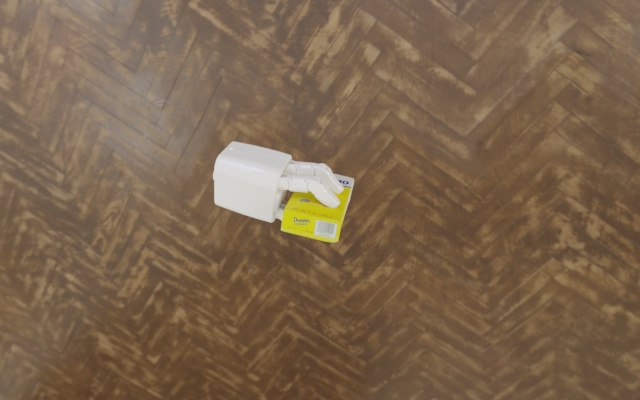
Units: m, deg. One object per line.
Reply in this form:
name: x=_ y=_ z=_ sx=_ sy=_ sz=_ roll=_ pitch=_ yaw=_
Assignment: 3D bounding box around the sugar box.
sugar box: x=0.000 y=0.002 z=0.812 sx=0.093 sy=0.048 sz=0.176 roll=13 pitch=30 yaw=4
